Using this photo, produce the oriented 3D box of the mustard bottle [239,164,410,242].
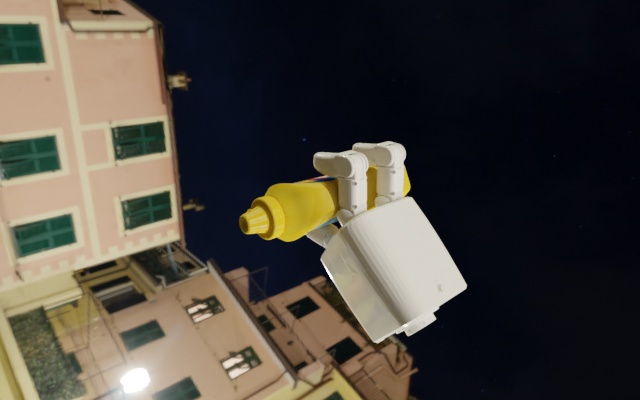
[{"bbox_3d":[0.000,0.001,0.500,0.191,0.058,0.096,-18,3,-40],"label":"mustard bottle"}]
